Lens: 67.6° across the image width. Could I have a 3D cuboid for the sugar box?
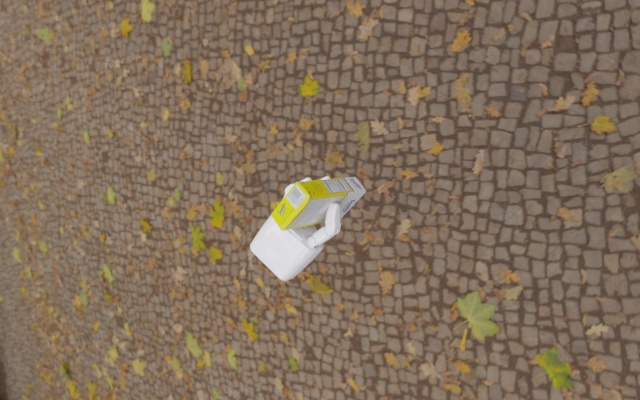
[{"bbox_3d":[0.000,0.003,0.895,0.176,0.048,0.093,-11,-32,-53],"label":"sugar box"}]
